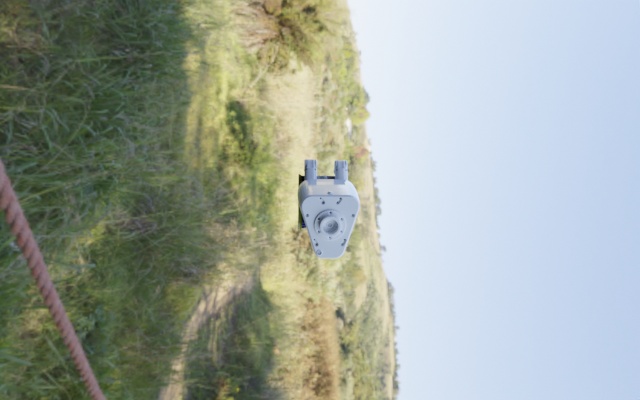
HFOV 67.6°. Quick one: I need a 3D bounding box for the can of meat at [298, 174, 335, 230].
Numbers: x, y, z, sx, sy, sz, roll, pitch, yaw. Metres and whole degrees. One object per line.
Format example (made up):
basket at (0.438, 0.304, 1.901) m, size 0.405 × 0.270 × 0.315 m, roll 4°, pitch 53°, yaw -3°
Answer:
can of meat at (0.000, 0.003, 0.882) m, size 0.084 × 0.102 × 0.057 m, roll 0°, pitch 10°, yaw -3°
